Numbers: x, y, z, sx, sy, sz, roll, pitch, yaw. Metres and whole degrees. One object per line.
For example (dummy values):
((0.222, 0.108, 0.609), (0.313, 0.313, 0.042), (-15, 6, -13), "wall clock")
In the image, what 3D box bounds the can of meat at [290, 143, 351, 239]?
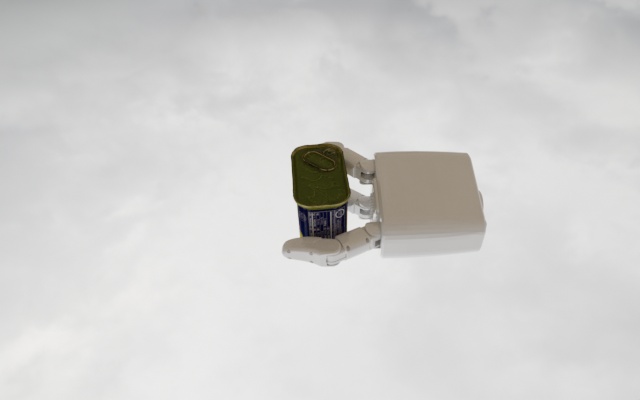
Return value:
((0.000, 0.002, 0.518), (0.057, 0.084, 0.102), (-5, 42, -2), "can of meat")
